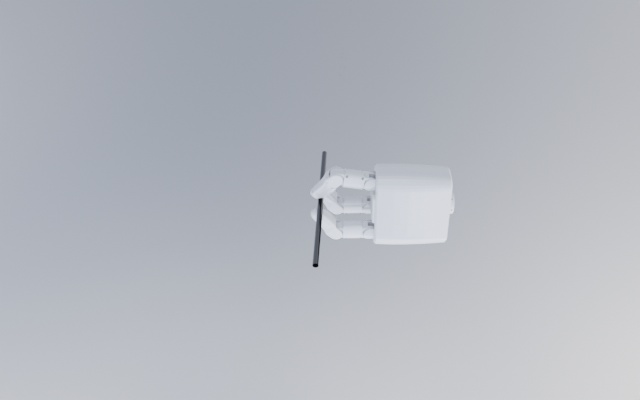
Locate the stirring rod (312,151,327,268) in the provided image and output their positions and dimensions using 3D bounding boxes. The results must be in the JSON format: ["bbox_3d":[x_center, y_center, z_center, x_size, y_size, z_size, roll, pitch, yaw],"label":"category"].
[{"bbox_3d":[0.000,0.002,0.694,0.011,0.011,0.239,0,42,4],"label":"stirring rod"}]
